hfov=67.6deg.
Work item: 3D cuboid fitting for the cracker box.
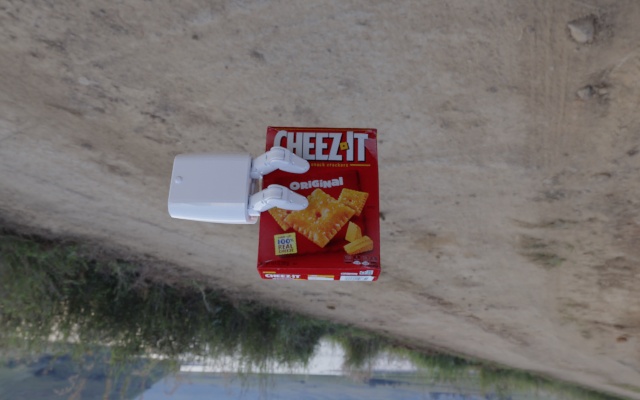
[{"bbox_3d":[0.000,0.002,0.675,0.164,0.213,0.072,1,-21,0],"label":"cracker box"}]
